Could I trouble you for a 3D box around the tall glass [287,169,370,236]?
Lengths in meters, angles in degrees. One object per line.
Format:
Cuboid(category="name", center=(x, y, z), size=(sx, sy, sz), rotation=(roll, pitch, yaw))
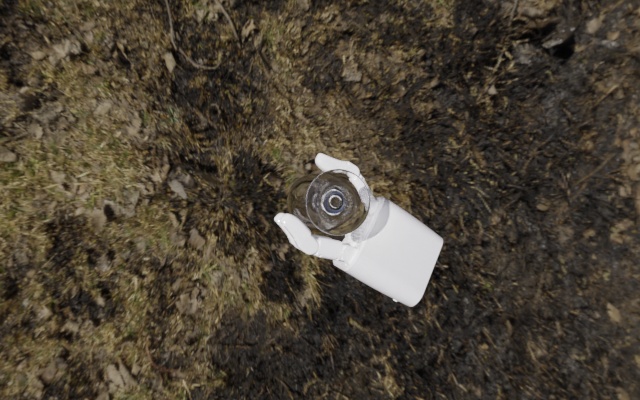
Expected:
Cuboid(category="tall glass", center=(0.000, 0.002, 0.626), size=(0.079, 0.079, 0.201), rotation=(0, 0, -12))
